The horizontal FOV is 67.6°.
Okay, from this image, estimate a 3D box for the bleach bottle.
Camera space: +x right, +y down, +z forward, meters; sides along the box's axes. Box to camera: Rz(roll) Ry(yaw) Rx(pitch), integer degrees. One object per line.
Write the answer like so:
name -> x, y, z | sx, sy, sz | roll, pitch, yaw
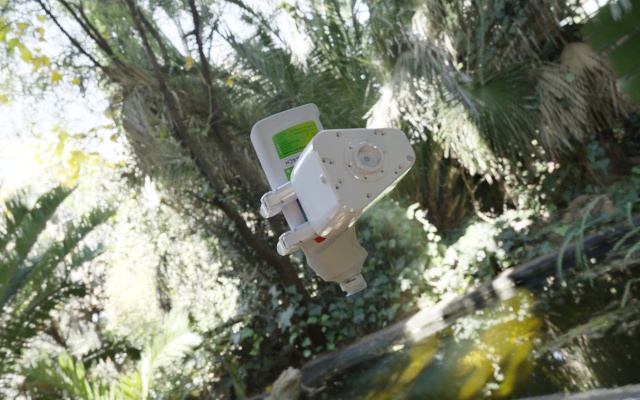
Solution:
bleach bottle -> 0.000, 0.002, 0.632 | 0.102, 0.251, 0.068 | -22, -10, -19
